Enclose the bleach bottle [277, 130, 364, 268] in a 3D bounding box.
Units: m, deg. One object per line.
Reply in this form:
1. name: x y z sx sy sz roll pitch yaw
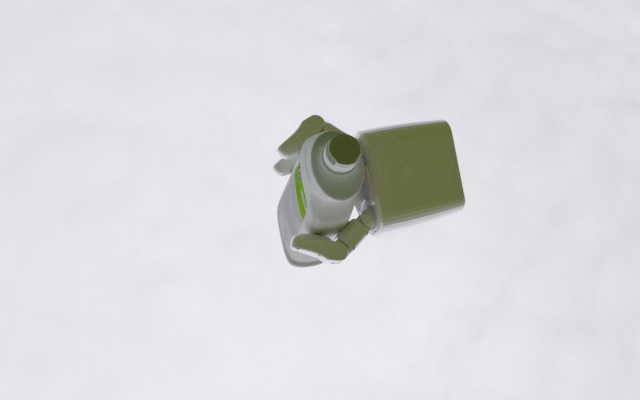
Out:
1. bleach bottle: 0.000 0.002 0.518 0.068 0.102 0.251 -11 -15 -14
